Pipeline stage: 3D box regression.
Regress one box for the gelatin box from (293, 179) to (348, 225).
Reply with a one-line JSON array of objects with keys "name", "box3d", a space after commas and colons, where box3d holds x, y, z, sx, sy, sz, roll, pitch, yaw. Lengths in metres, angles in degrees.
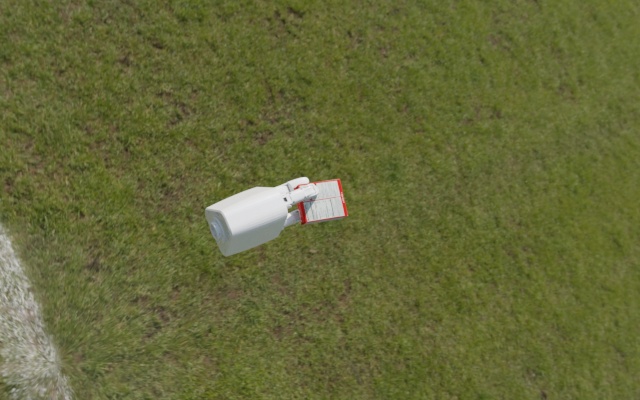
[{"name": "gelatin box", "box3d": [0.001, 0.003, 0.893, 0.089, 0.073, 0.030, -9, -10, -22]}]
